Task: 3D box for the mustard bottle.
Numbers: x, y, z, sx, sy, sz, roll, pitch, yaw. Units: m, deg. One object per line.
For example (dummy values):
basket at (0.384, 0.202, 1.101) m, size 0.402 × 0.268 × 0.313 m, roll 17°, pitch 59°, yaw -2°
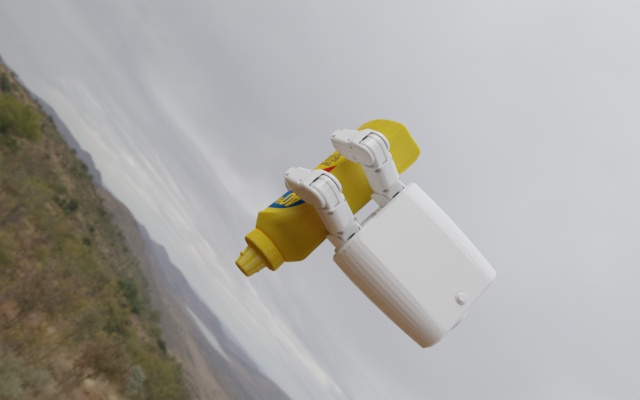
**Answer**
mustard bottle at (0.000, 0.001, 0.445) m, size 0.191 × 0.058 × 0.096 m, roll -41°, pitch 17°, yaw -18°
